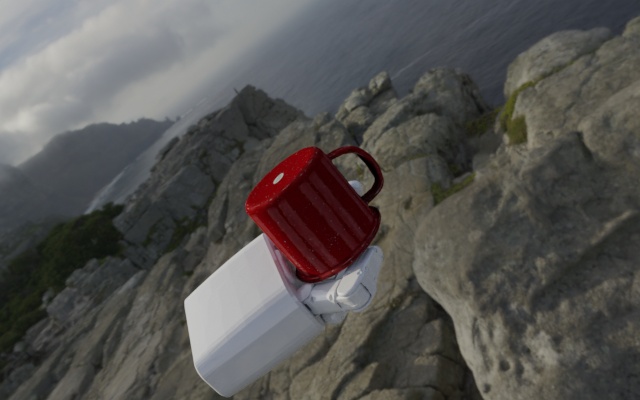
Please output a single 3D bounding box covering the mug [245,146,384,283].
[{"bbox_3d":[0.001,0.000,0.406,0.117,0.081,0.093,-39,20,3],"label":"mug"}]
